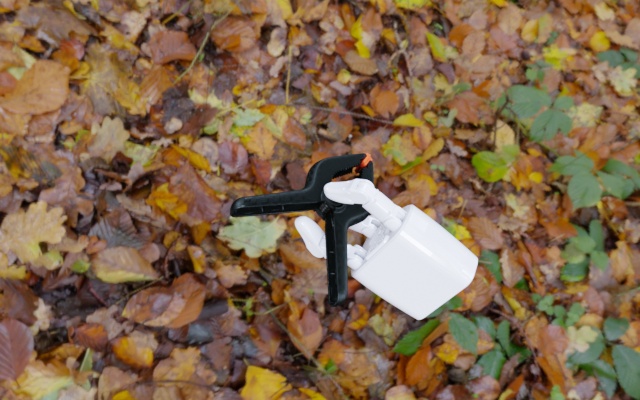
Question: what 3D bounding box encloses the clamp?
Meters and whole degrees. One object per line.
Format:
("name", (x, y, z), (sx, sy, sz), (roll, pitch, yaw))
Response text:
("clamp", (0.001, 0.001, 0.582), (0.164, 0.210, 0.036), (38, -38, -7))
